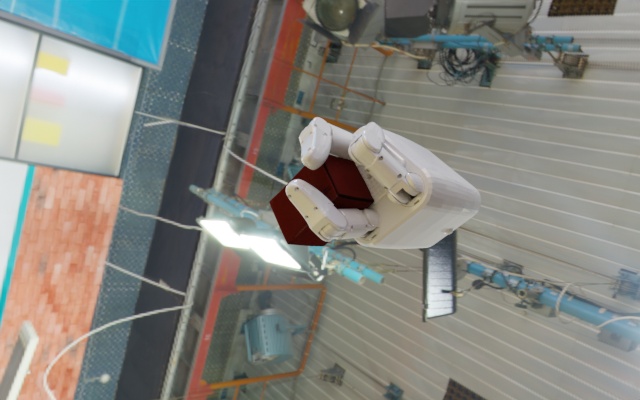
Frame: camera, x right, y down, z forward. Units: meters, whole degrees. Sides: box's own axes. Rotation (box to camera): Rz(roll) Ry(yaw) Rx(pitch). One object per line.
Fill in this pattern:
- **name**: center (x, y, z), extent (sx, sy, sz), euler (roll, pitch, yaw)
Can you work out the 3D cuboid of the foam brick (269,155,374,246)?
- **foam brick**: center (0.000, 0.002, 0.453), extent (0.051, 0.053, 0.078), euler (9, -42, -46)
